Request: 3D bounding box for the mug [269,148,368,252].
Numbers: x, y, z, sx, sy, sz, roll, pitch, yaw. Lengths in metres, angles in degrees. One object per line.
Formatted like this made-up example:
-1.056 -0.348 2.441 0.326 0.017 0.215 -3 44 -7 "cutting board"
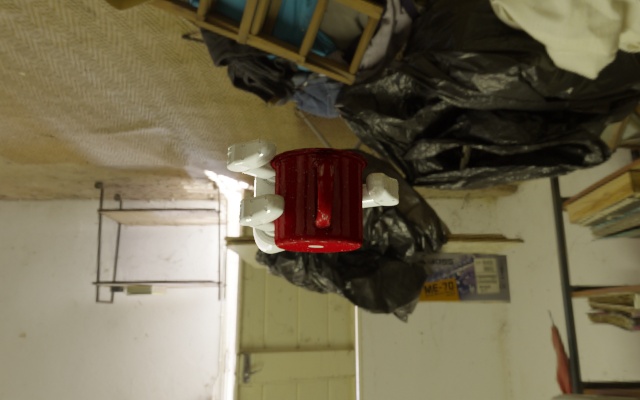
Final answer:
0.000 0.001 0.431 0.093 0.081 0.117 2 -13 -8 "mug"
